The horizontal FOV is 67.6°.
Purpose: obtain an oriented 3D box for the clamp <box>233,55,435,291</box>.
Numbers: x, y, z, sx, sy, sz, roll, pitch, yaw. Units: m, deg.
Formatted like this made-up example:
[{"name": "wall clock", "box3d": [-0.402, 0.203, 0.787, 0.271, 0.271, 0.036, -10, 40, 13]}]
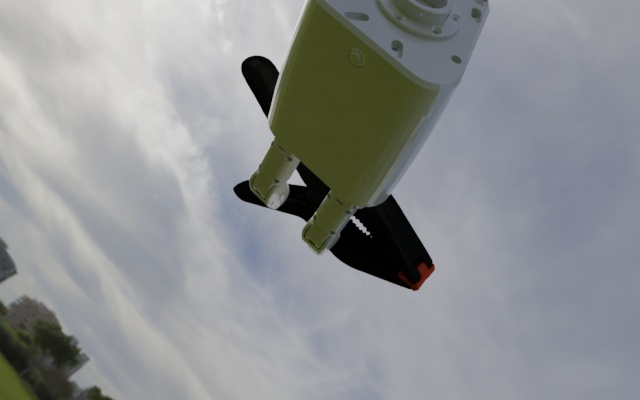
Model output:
[{"name": "clamp", "box3d": [0.001, 0.001, 0.401, 0.036, 0.210, 0.165, -40, -13, -33]}]
